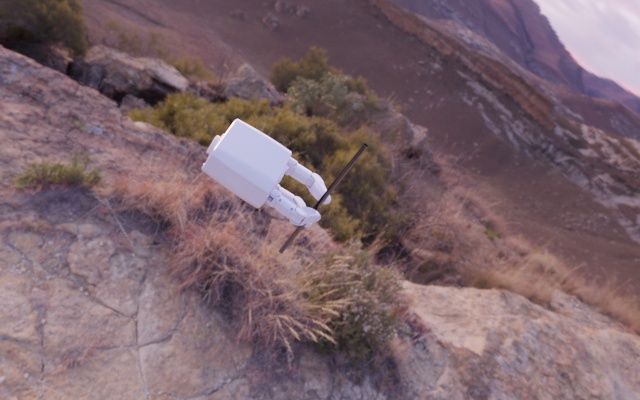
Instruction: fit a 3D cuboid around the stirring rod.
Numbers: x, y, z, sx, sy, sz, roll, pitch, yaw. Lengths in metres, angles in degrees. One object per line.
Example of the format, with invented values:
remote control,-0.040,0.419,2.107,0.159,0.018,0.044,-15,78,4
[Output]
stirring rod,0.000,0.003,0.762,0.011,0.240,0.011,30,27,-17
